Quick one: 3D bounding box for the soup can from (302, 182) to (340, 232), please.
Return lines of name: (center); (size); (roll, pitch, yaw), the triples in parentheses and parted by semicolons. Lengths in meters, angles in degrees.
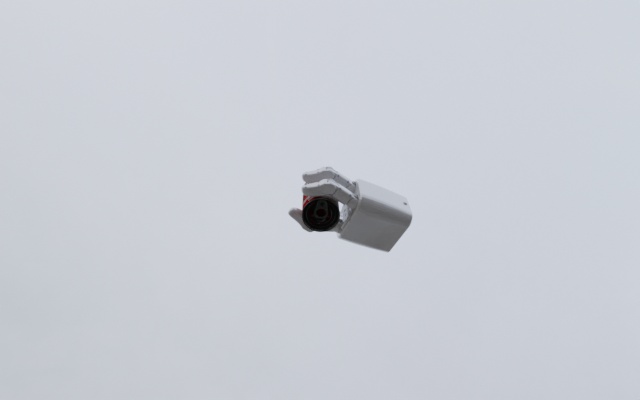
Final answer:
soup can: (0.000, 0.003, 0.880); (0.068, 0.068, 0.102); (0, 28, -1)
